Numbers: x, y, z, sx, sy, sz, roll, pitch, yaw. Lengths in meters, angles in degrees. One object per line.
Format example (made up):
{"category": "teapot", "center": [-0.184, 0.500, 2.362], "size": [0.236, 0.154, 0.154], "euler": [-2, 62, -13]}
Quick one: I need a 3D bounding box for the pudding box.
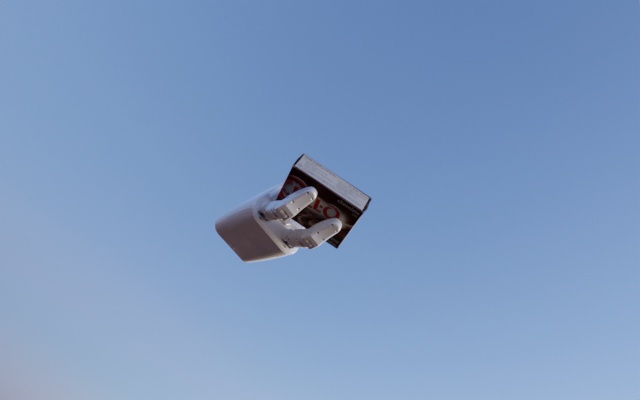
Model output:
{"category": "pudding box", "center": [0.000, 0.002, 0.651], "size": [0.113, 0.039, 0.090], "euler": [32, -43, 1]}
